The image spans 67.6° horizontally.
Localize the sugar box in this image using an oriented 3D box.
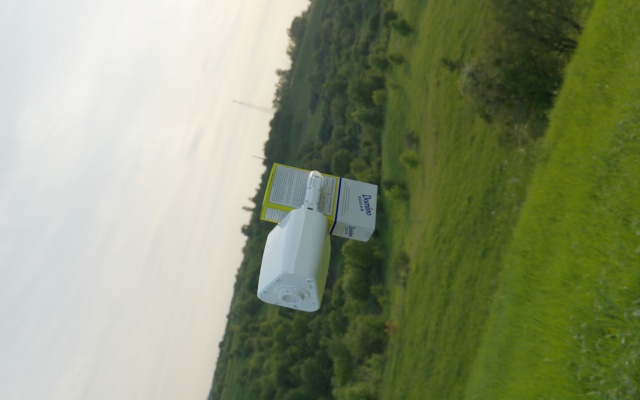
[{"bbox_3d":[0.000,0.003,0.762,0.176,0.093,0.048,14,-38,-6],"label":"sugar box"}]
